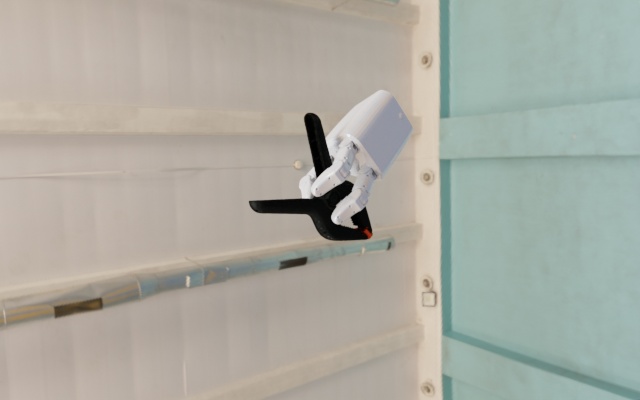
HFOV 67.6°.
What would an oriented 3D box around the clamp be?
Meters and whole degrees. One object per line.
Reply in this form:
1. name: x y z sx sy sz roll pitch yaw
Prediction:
1. clamp: 0.000 0.002 0.694 0.036 0.164 0.210 6 -37 53
